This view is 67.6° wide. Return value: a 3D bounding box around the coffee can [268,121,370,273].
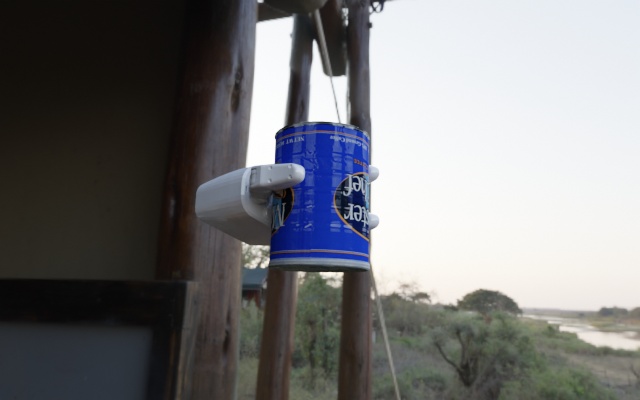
[{"bbox_3d":[0.000,0.002,0.497,0.103,0.140,0.103,1,-12,0],"label":"coffee can"}]
